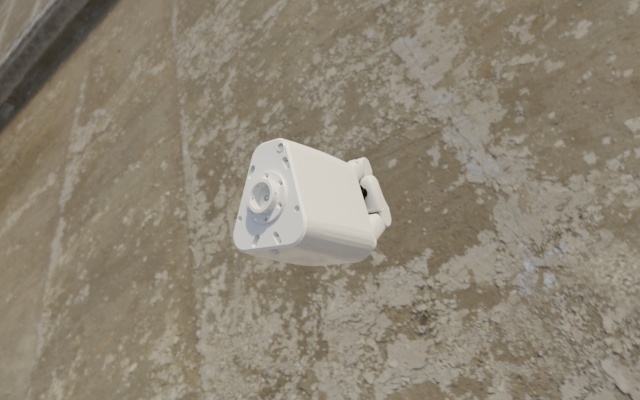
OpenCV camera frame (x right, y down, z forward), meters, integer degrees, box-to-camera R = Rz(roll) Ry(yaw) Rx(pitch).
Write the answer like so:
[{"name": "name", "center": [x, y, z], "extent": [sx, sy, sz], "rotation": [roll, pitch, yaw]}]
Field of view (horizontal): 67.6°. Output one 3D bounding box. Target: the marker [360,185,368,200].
[{"name": "marker", "center": [0.000, 0.002, 0.543], "extent": [0.121, 0.020, 0.020], "rotation": [-12, -7, 36]}]
